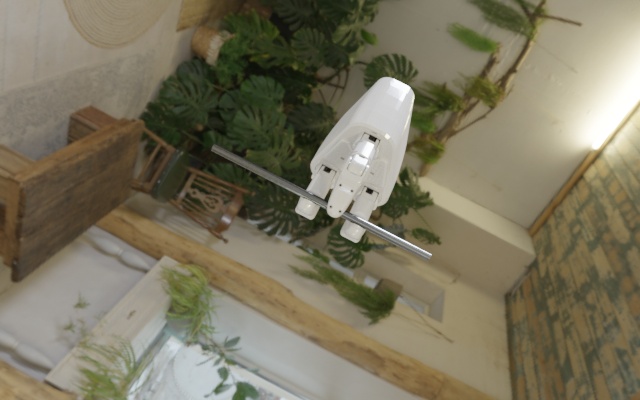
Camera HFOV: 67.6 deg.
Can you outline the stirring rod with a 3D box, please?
[{"bbox_3d":[0.000,0.001,0.473,0.239,0.011,0.011,27,1,2],"label":"stirring rod"}]
